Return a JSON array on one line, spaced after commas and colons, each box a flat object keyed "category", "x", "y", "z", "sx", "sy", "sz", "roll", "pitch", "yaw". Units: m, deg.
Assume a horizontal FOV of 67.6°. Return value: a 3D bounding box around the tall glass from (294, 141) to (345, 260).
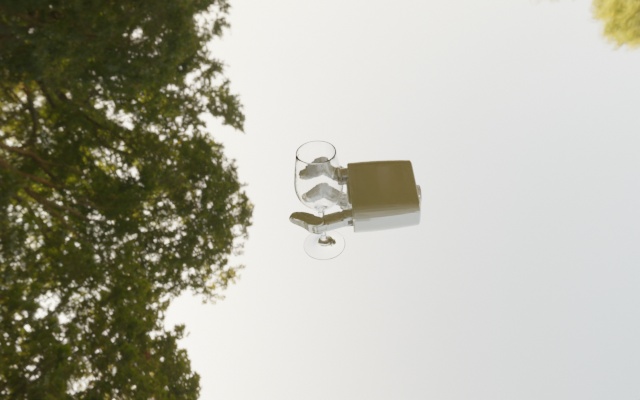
[{"category": "tall glass", "x": 0.000, "y": 0.003, "z": 0.778, "sx": 0.079, "sy": 0.201, "sz": 0.079, "roll": -3, "pitch": 41, "yaw": 3}]
